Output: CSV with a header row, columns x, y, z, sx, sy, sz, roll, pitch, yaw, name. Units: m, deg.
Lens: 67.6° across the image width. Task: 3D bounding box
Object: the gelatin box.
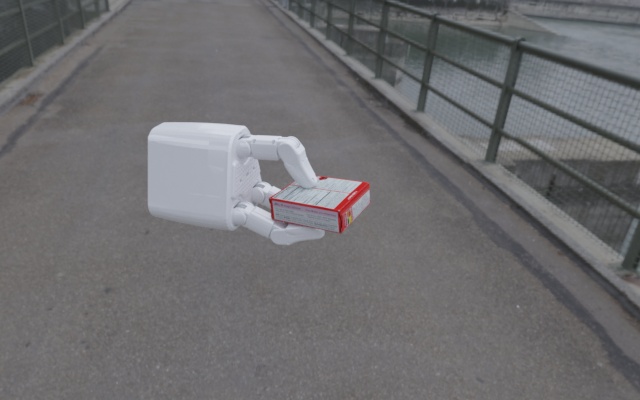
x,y,z,sx,sy,sz,roll,pitch,yaw,name
0.000,0.001,0.524,0.089,0.030,0.073,9,29,28,gelatin box
